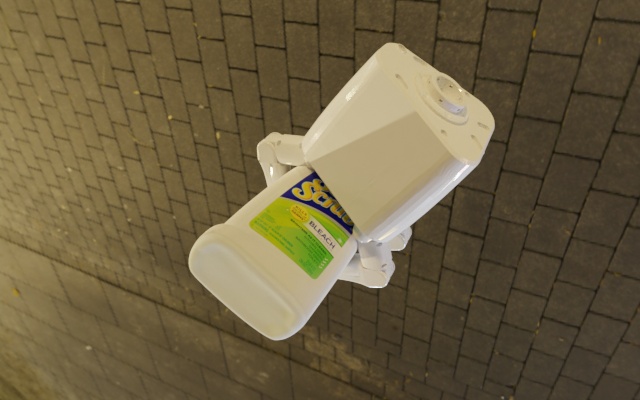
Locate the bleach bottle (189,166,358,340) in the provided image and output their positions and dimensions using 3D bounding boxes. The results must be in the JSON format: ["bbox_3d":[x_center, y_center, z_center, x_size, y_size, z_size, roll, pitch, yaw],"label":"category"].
[{"bbox_3d":[0.000,0.002,0.434,0.068,0.102,0.250,-46,3,43],"label":"bleach bottle"}]
